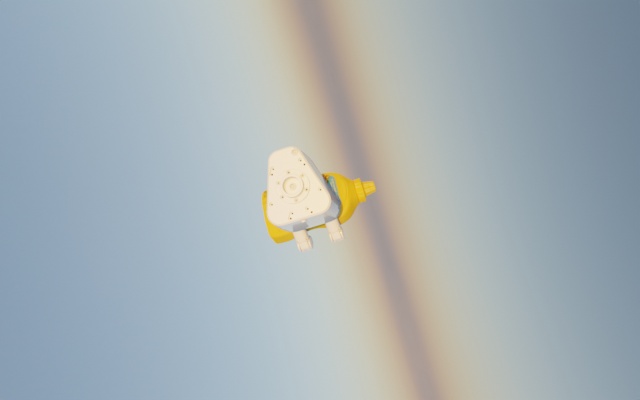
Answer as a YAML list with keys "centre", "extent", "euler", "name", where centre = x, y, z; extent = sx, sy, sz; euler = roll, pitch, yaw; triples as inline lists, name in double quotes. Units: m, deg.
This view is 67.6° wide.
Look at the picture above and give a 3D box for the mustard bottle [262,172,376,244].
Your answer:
- centre: [0.000, 0.003, 0.811]
  extent: [0.191, 0.096, 0.058]
  euler: [-17, -31, 5]
  name: "mustard bottle"
